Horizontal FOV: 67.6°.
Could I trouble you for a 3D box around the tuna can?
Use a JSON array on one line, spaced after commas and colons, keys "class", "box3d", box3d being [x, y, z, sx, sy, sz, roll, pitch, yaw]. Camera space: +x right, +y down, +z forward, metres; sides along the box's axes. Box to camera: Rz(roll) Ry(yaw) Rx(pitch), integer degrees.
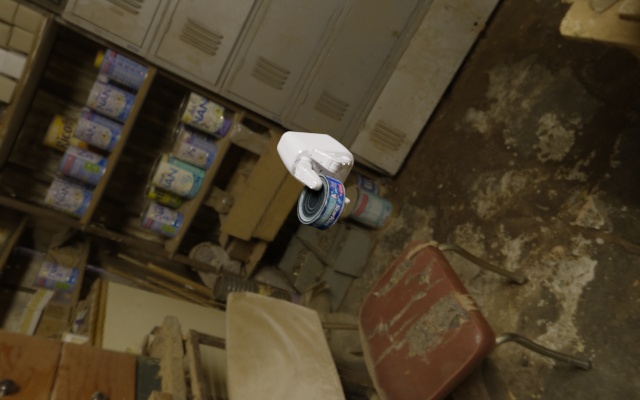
[{"class": "tuna can", "box3d": [0.000, 0.002, 0.762, 0.034, 0.086, 0.086, 21, -12, -32]}]
